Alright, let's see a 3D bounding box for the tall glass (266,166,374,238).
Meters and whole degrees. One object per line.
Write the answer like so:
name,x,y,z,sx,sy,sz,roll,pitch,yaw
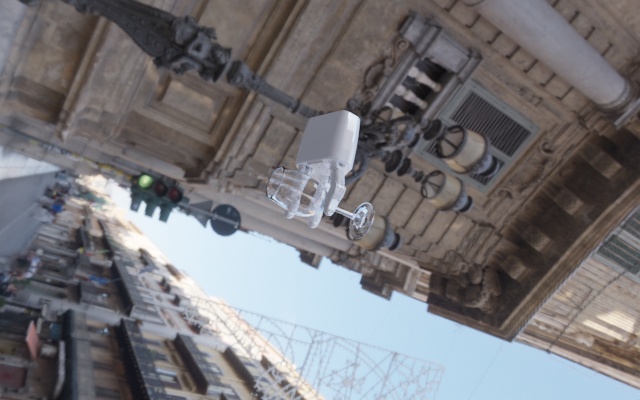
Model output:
tall glass,0.001,0.003,0.888,0.201,0.079,0.079,24,-11,-27
